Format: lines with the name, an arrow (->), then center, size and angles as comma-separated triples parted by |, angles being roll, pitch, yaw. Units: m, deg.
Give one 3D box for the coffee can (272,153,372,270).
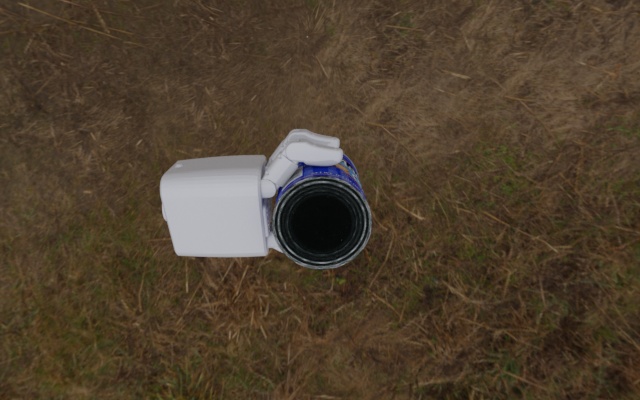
coffee can -> 0.000, 0.002, 0.549 | 0.103, 0.103, 0.140 | 0, 19, -1
